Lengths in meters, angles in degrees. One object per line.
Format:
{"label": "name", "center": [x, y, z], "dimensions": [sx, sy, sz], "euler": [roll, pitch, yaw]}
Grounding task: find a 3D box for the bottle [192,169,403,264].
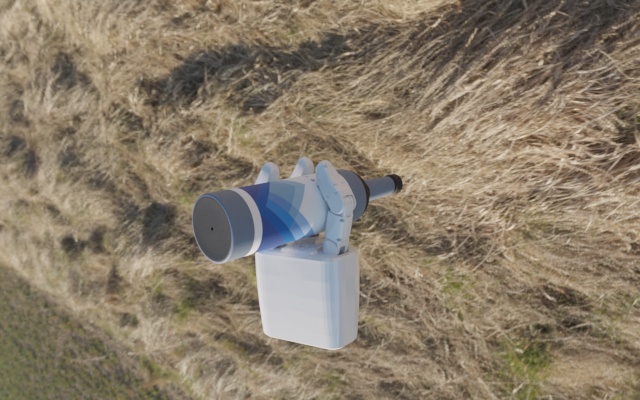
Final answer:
{"label": "bottle", "center": [0.000, 0.002, 0.545], "dimensions": [0.069, 0.069, 0.295], "euler": [0, 10, 44]}
